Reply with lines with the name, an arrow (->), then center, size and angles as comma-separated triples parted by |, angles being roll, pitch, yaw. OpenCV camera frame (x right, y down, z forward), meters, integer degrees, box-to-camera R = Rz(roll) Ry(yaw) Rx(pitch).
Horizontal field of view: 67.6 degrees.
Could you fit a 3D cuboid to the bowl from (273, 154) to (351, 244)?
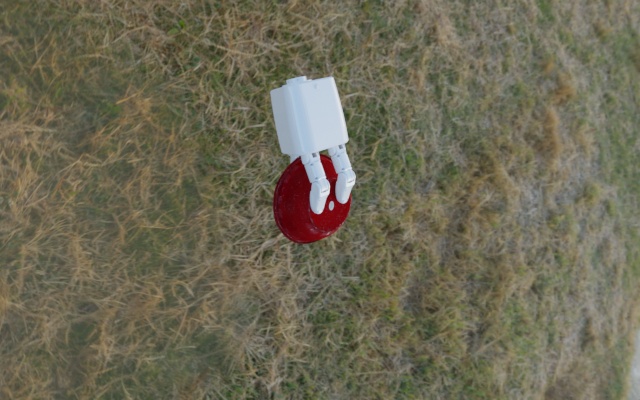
bowl -> 0.001, 0.004, 0.813 | 0.162, 0.162, 0.055 | 0, 11, -40
